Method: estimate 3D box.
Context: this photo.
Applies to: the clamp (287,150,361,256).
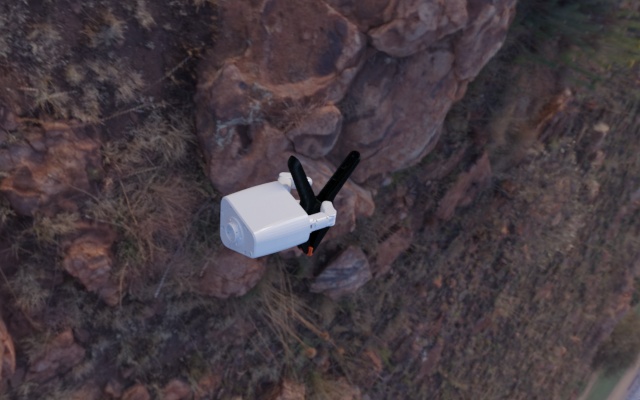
[{"bbox_3d":[0.000,0.004,0.872,0.164,0.210,0.036,-16,36,-37],"label":"clamp"}]
